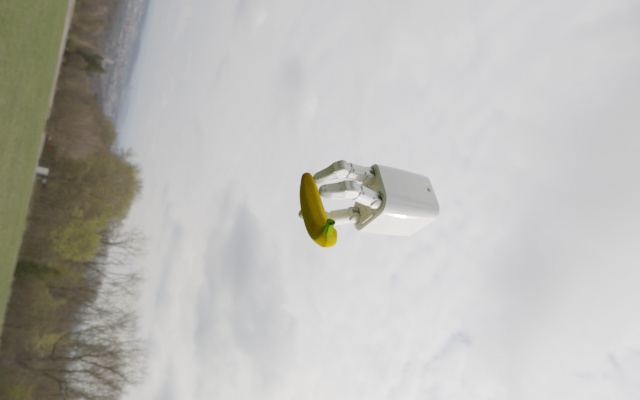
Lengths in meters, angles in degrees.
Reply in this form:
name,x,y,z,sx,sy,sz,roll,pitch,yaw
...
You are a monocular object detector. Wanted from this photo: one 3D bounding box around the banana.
name,x,y,z,sx,sy,sz,roll,pitch,yaw
banana,-0.003,0.021,0.738,0.037,0.070,0.197,7,22,-18
